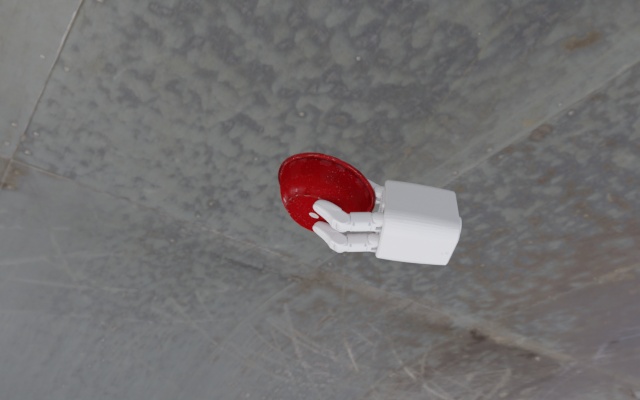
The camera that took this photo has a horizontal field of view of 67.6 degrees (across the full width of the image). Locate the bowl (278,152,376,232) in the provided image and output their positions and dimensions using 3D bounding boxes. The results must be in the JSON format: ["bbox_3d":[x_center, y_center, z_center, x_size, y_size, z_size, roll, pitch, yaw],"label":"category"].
[{"bbox_3d":[-0.001,0.003,0.735,0.162,0.055,0.162,15,-36,12],"label":"bowl"}]
